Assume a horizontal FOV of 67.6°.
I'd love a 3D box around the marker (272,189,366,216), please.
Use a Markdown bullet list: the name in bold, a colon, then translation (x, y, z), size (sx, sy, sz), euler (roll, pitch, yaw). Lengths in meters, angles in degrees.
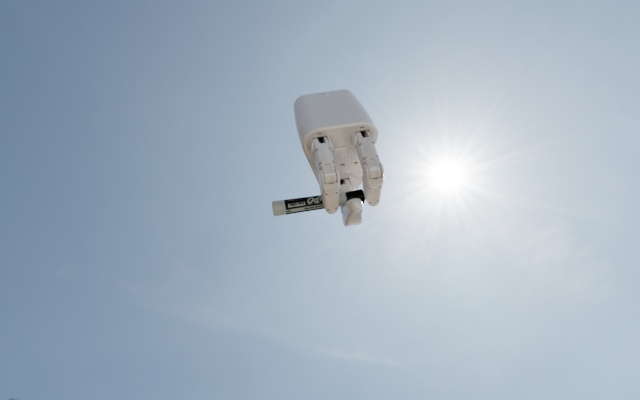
- **marker**: translation (0.000, 0.002, 0.600), size (0.121, 0.020, 0.020), euler (-8, 1, -7)
